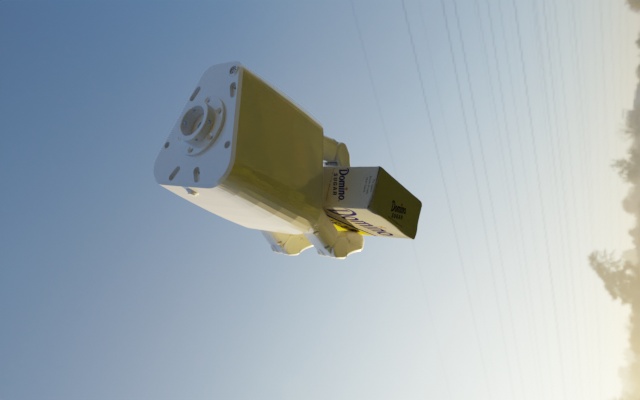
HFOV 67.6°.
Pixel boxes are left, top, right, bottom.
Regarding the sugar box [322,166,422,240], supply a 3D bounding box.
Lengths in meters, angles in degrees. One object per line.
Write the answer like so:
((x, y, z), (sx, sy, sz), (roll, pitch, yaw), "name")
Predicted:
((0.000, 0.002, 0.475), (0.176, 0.048, 0.093), (5, -17, 38), "sugar box")
